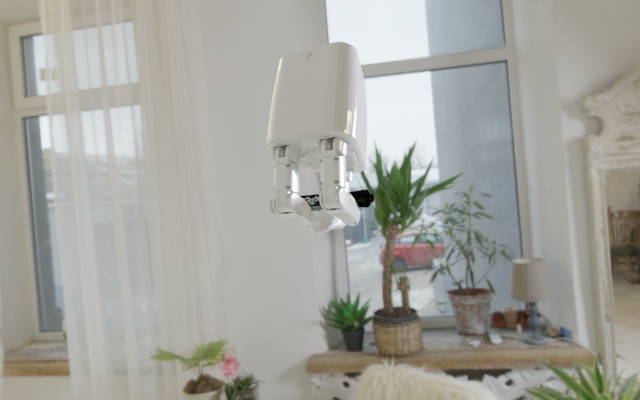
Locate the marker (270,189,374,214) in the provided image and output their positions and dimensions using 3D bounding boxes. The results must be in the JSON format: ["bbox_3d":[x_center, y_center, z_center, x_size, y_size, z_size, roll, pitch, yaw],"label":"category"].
[{"bbox_3d":[0.000,0.002,0.514,0.121,0.020,0.020,-5,-2,28],"label":"marker"}]
